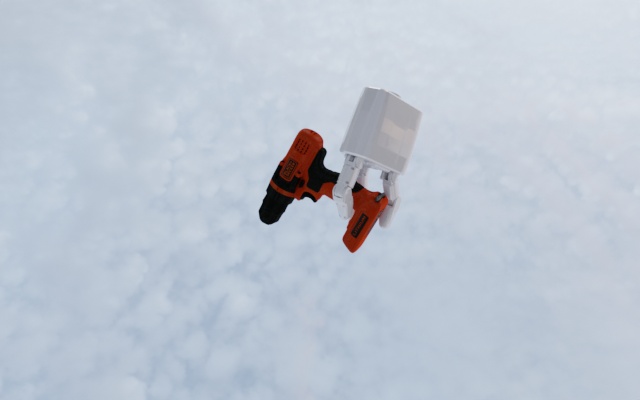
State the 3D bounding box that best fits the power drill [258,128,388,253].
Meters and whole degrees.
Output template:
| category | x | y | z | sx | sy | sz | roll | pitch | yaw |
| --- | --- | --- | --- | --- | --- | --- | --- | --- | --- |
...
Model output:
| category | x | y | z | sx | sy | sz | roll | pitch | yaw |
| --- | --- | --- | --- | --- | --- | --- | --- | --- | --- |
| power drill | 0.001 | 0.003 | 0.781 | 0.187 | 0.184 | 0.057 | 34 | 24 | 10 |
